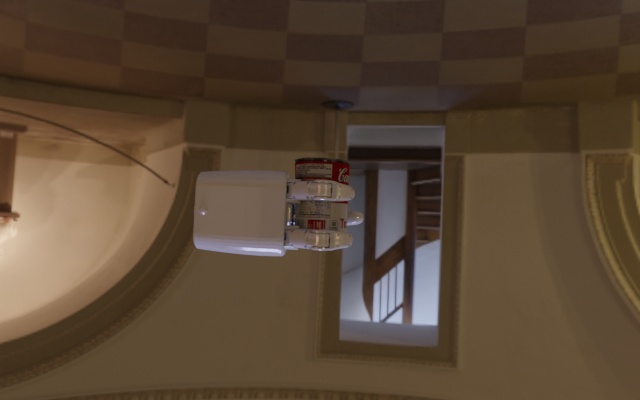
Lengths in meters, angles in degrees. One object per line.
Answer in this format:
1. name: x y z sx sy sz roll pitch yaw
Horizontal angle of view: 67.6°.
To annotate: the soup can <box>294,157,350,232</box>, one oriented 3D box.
1. soup can: 0.001 0.002 0.587 0.068 0.102 0.068 3 -3 0
